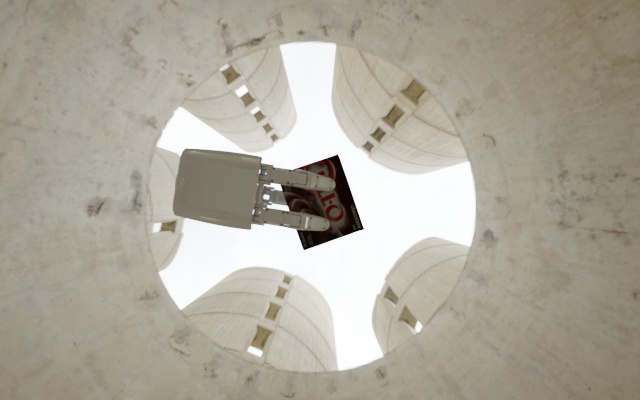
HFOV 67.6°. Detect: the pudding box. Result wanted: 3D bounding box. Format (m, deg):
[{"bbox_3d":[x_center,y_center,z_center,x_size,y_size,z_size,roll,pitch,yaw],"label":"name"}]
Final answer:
[{"bbox_3d":[0.000,0.002,0.666,0.090,0.113,0.039,-19,1,-2],"label":"pudding box"}]
